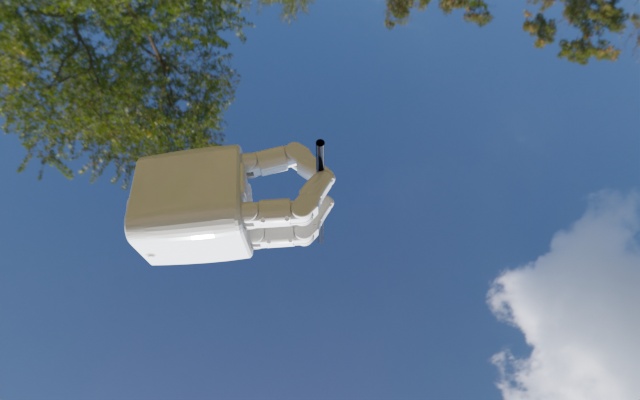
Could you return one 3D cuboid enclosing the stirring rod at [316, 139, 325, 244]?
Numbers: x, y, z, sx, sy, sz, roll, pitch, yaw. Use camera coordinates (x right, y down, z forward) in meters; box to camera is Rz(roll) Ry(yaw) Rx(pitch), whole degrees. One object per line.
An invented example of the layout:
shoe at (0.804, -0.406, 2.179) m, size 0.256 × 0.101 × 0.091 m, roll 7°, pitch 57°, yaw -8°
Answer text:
stirring rod at (0.000, 0.002, 0.531) m, size 0.011 × 0.011 × 0.240 m, roll 0°, pitch -26°, yaw 0°
